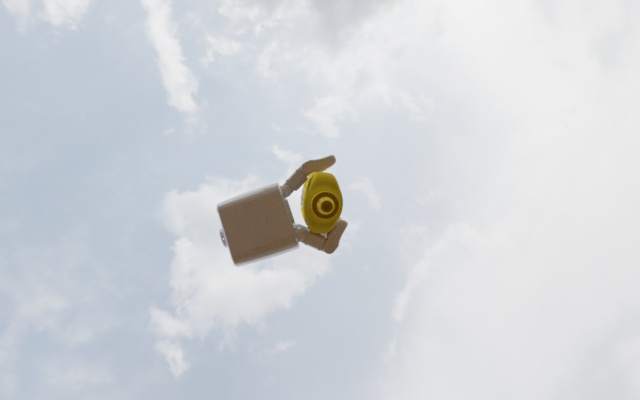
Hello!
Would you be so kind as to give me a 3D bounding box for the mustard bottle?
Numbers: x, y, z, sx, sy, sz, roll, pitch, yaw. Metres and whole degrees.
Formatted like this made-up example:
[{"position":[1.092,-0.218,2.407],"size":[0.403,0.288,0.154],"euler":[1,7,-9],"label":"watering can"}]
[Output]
[{"position":[0.000,0.002,0.757],"size":[0.058,0.096,0.191],"euler":[8,3,-5],"label":"mustard bottle"}]
